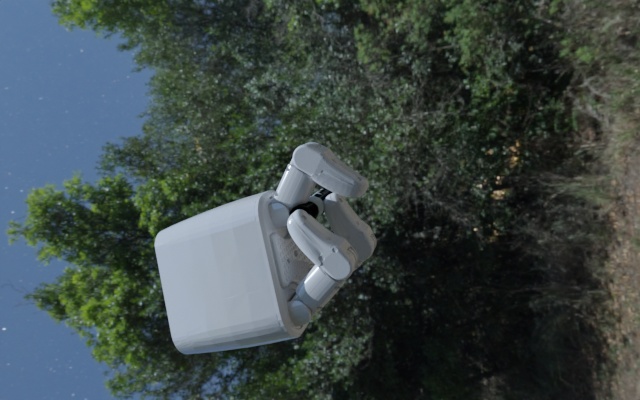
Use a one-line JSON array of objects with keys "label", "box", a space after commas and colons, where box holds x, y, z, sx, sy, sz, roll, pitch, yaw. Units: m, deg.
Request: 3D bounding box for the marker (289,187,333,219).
[{"label": "marker", "box": [0.000, 0.001, 0.410, 0.020, 0.020, 0.121, 0, 12, 16]}]
